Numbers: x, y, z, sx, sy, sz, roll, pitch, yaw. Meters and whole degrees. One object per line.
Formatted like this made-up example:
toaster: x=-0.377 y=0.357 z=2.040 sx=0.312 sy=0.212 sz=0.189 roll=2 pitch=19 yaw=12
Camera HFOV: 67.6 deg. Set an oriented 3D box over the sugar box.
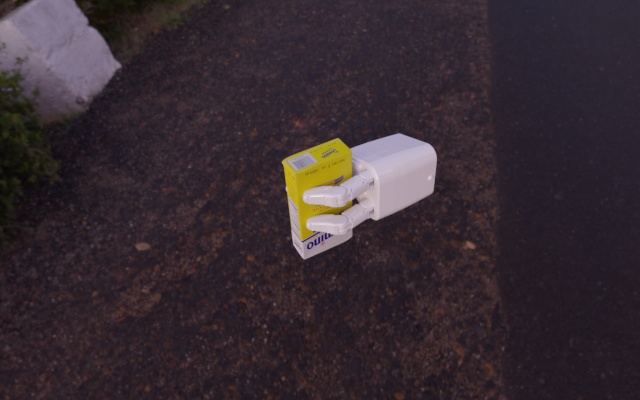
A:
sugar box: x=0.000 y=0.003 z=0.712 sx=0.093 sy=0.176 sz=0.048 roll=-23 pitch=43 yaw=-18
